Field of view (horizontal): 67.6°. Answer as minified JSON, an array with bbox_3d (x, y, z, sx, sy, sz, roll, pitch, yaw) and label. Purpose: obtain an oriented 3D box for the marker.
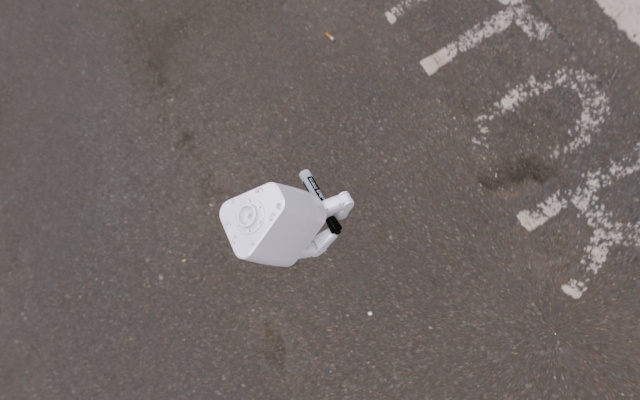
[{"bbox_3d":[0.000,0.002,0.744,0.020,0.121,0.020,-23,-26,-12],"label":"marker"}]
